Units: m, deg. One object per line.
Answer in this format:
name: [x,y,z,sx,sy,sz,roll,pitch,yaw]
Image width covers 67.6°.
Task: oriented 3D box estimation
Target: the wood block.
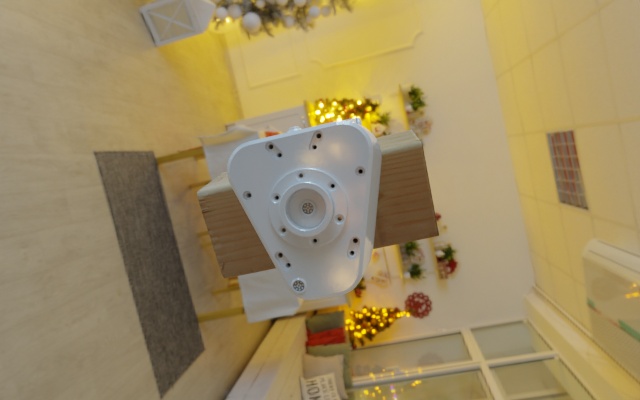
wood block: [0.000,0.002,0.471,0.206,0.091,0.090,-12,14,8]
